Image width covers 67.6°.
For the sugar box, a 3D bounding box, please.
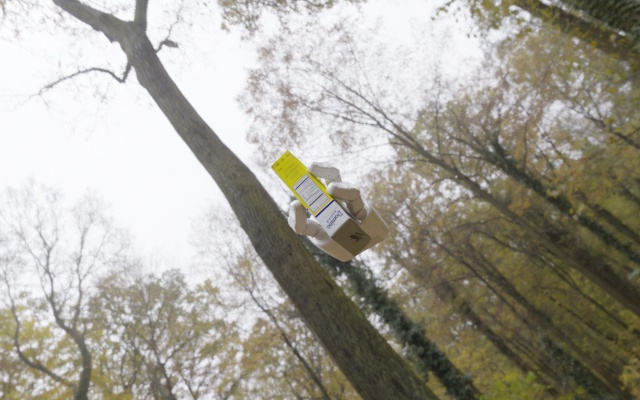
[{"bbox_3d":[0.001,0.002,0.740,0.176,0.048,0.093,45,2,35],"label":"sugar box"}]
